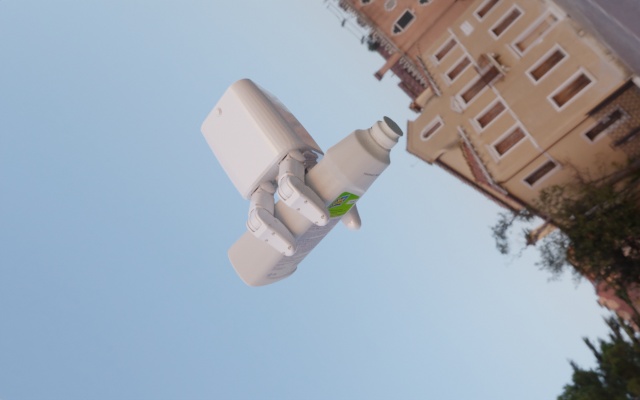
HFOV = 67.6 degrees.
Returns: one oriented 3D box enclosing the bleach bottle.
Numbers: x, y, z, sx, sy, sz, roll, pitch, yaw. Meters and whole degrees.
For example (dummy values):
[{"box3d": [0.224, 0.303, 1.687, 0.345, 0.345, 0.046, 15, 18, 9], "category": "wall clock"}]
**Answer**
[{"box3d": [0.000, 0.002, 0.547, 0.251, 0.068, 0.102, -45, -17, 29], "category": "bleach bottle"}]
